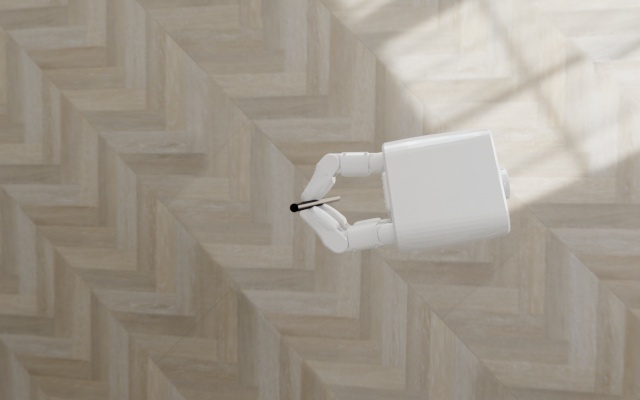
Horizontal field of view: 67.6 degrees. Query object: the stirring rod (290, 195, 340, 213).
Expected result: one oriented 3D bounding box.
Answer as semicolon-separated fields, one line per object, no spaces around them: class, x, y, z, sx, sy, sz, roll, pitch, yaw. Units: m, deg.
stirring rod;0.000;0.002;0.529;0.011;0.011;0.239;0;2;11
